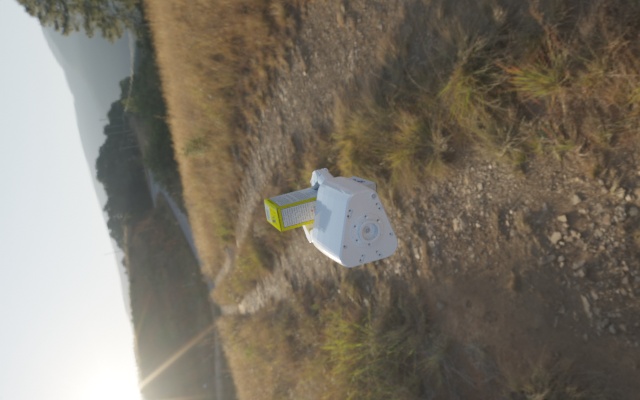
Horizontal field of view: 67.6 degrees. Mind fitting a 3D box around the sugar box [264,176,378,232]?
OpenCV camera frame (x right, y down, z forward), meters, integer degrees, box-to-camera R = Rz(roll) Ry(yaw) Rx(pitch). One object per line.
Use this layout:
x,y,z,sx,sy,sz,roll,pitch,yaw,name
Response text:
0.000,0.003,0.810,0.176,0.048,0.093,-12,14,-18,sugar box
